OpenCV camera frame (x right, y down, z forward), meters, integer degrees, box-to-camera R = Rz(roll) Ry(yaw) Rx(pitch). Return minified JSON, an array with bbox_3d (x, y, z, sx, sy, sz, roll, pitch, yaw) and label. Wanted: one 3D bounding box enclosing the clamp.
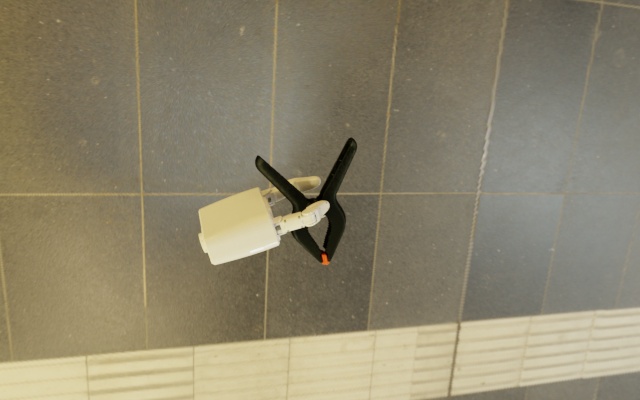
[{"bbox_3d":[0.000,0.003,0.782,0.164,0.210,0.036,-18,19,-6],"label":"clamp"}]
